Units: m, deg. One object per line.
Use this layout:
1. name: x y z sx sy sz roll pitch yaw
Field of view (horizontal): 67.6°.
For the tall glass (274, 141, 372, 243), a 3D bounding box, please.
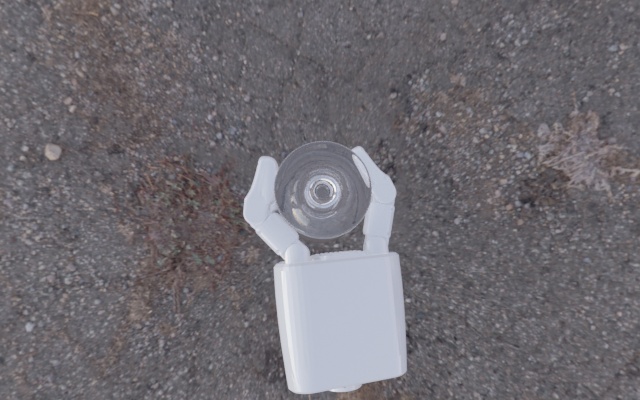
1. tall glass: 0.000 0.001 0.457 0.079 0.079 0.201 0 -5 -1
